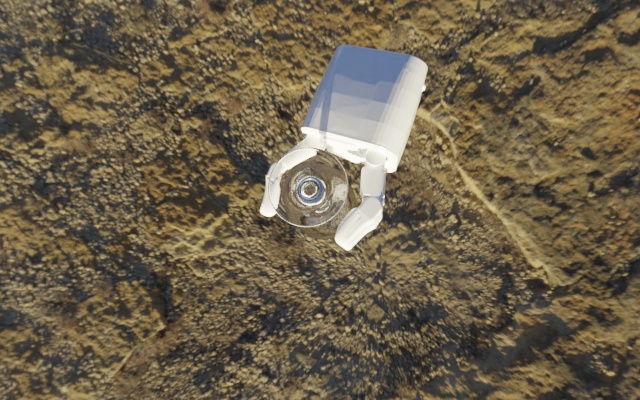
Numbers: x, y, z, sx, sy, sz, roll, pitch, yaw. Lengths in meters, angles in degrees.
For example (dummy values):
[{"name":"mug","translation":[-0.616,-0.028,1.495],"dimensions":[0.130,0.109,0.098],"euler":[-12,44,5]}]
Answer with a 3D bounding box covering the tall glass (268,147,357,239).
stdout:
[{"name":"tall glass","translation":[0.000,0.002,0.532],"dimensions":[0.079,0.079,0.201],"euler":[0,-9,7]}]
